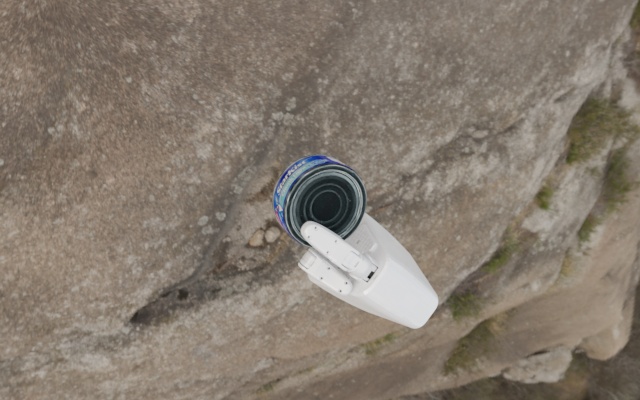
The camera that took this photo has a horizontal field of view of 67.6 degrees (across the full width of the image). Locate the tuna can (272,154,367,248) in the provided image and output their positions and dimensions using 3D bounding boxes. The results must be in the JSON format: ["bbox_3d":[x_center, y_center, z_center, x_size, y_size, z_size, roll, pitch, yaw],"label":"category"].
[{"bbox_3d":[0.000,0.002,0.451,0.086,0.086,0.033,0,19,-25],"label":"tuna can"}]
